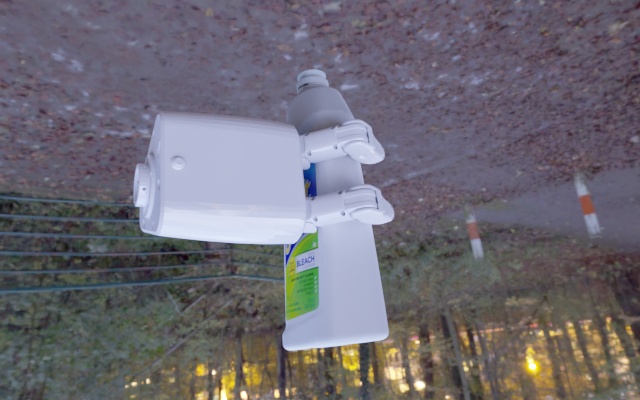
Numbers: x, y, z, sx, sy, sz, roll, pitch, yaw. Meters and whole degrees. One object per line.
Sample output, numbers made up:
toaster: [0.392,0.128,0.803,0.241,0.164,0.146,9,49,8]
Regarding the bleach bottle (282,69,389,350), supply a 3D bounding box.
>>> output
bleach bottle: [0.000,0.001,0.434,0.068,0.250,0.102,4,-20,-28]
